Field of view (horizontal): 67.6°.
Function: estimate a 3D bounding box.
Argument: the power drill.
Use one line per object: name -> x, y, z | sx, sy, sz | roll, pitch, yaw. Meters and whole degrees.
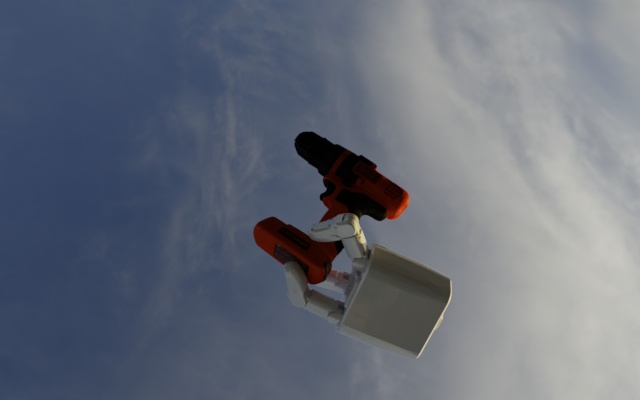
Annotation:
power drill -> 0.000, 0.003, 0.626 | 0.184, 0.187, 0.057 | 34, -31, 15
